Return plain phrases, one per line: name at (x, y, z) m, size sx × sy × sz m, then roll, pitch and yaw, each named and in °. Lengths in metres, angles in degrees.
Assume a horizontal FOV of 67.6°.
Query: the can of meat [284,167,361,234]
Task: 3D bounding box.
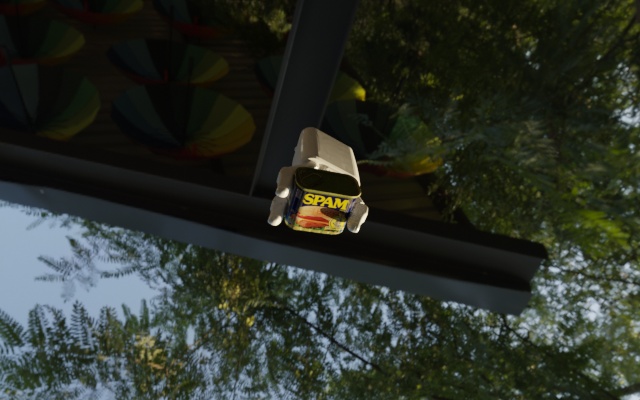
can of meat at (0.000, 0.003, 0.740) m, size 0.102 × 0.084 × 0.057 m, roll 9°, pitch 38°, yaw -15°
